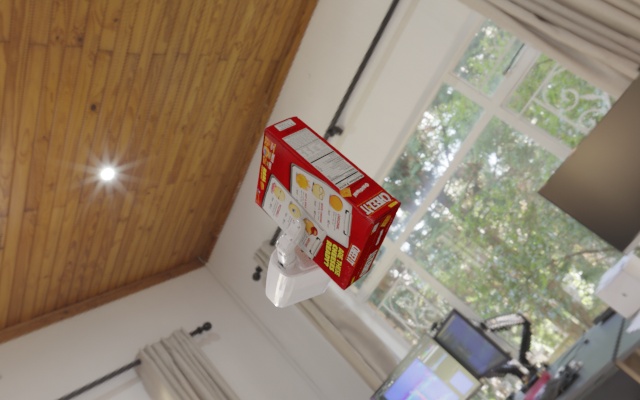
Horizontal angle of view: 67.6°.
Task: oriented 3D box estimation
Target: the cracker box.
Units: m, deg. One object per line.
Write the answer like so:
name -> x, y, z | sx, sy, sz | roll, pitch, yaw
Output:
cracker box -> 0.000, 0.002, 0.708 | 0.072, 0.164, 0.213 | -32, 63, -35
